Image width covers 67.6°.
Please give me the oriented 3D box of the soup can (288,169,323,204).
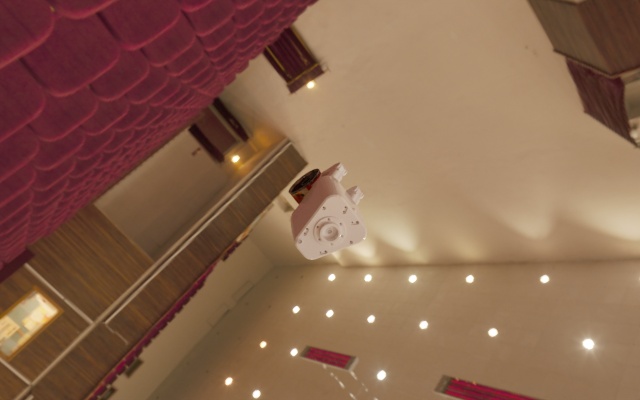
[{"bbox_3d":[0.000,0.003,0.856,0.068,0.102,0.068,-35,17,12],"label":"soup can"}]
